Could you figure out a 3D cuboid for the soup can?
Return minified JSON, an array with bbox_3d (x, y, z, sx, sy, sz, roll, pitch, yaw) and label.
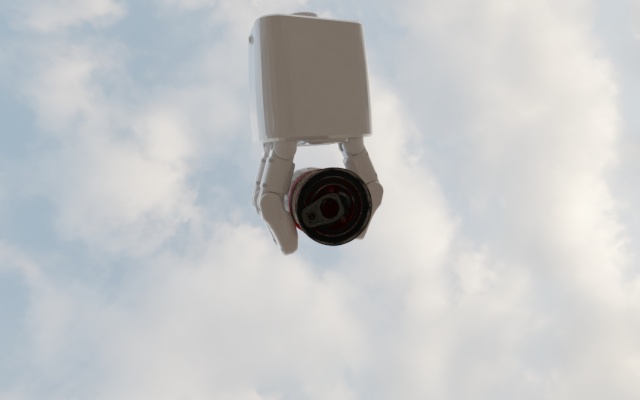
[{"bbox_3d":[0.000,0.002,0.455,0.068,0.068,0.102,0,5,-14],"label":"soup can"}]
